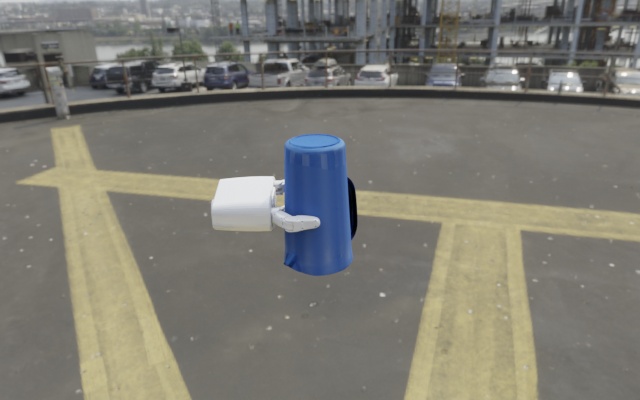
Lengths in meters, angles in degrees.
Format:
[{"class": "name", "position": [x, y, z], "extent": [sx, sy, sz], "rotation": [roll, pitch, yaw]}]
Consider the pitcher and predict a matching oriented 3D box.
[{"class": "pitcher", "position": [0.000, 0.003, 0.890], "extent": [0.145, 0.243, 0.149], "rotation": [-1, 22, 2]}]
